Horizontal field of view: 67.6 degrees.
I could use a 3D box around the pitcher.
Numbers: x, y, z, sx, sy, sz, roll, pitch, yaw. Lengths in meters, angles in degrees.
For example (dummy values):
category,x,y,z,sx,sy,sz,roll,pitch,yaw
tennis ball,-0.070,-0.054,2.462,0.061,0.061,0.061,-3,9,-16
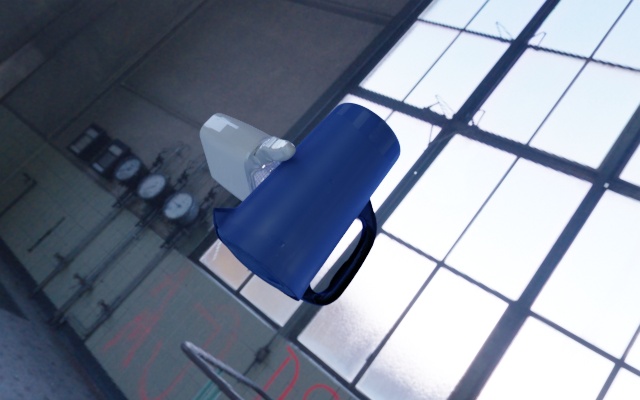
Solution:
category,x,y,z,sx,sy,sz,roll,pitch,yaw
pitcher,0.000,0.002,0.603,0.145,0.242,0.149,29,-19,34
